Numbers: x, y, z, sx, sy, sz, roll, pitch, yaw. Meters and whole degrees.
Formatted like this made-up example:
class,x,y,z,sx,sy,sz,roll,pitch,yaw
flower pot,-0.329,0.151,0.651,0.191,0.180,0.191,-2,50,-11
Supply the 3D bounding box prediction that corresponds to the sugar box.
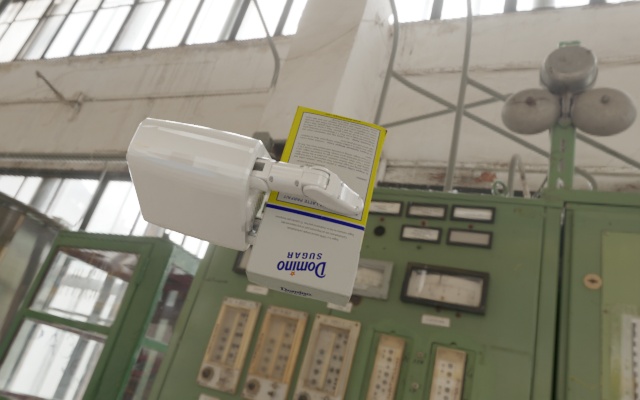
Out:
class,x,y,z,sx,sy,sz,roll,pitch,yaw
sugar box,0.000,0.002,0.448,0.093,0.176,0.048,14,-23,3
